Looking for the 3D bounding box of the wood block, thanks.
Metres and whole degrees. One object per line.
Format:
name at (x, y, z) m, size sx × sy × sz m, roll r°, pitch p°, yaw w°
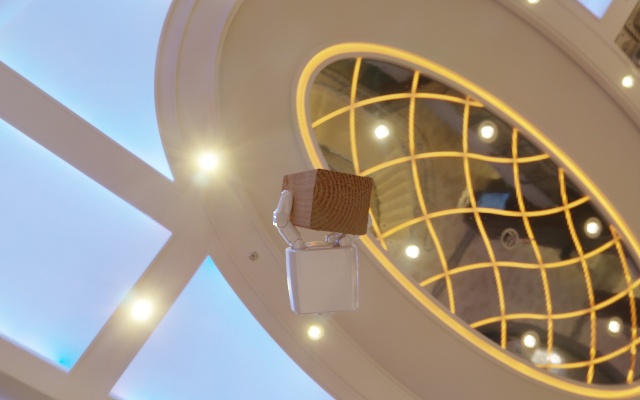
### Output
wood block at (0.000, 0.003, 0.789) m, size 0.091 × 0.090 × 0.206 m, roll 8°, pitch -3°, yaw -18°
